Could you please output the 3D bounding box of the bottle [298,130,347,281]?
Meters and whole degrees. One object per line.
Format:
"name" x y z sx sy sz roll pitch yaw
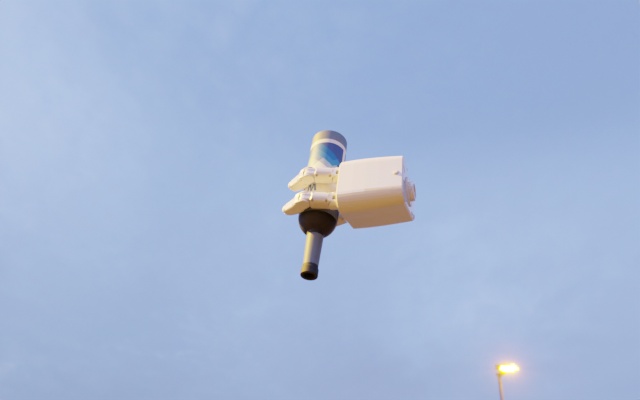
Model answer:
"bottle" 0.000 0.003 0.818 0.069 0.295 0.069 5 -39 4
